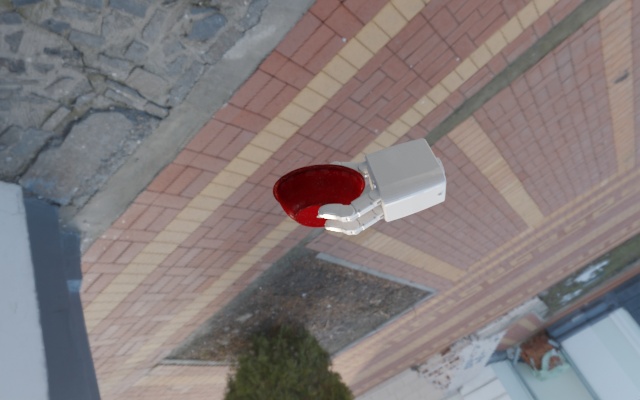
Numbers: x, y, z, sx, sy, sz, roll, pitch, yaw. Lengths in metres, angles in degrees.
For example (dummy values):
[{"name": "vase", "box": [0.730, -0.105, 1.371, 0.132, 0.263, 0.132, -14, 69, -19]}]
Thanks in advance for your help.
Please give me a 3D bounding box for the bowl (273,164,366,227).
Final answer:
[{"name": "bowl", "box": [-0.001, 0.003, 0.815, 0.162, 0.055, 0.162, -4, -27, -2]}]
